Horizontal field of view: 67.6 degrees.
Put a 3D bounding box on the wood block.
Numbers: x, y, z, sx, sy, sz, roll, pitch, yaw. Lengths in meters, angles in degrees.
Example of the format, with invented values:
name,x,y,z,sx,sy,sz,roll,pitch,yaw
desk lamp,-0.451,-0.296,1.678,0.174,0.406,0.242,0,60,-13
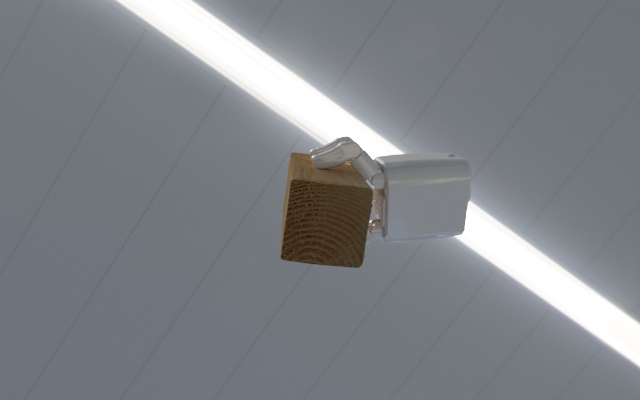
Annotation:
name,x,y,z,sx,sy,sz,roll,pitch,yaw
wood block,0.000,0.002,0.598,0.090,0.091,0.206,6,13,-5
